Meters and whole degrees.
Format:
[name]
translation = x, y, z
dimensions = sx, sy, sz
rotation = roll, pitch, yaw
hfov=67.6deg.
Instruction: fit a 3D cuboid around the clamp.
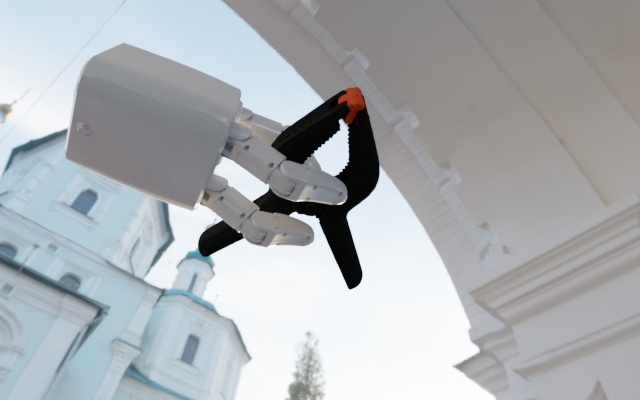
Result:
[clamp]
translation = 0.000, 0.000, 0.417
dimensions = 0.164, 0.210, 0.036
rotation = 20, 38, -18
